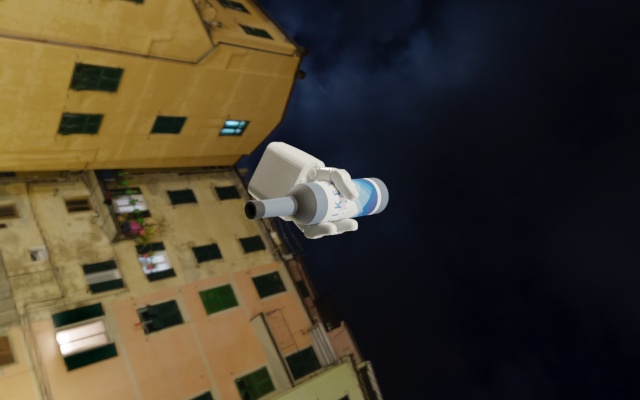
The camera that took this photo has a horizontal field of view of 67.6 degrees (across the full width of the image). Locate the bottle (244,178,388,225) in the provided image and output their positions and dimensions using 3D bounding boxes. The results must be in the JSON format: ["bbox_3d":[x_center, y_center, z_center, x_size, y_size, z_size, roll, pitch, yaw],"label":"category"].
[{"bbox_3d":[0.000,0.003,0.778,0.069,0.069,0.295,0,4,42],"label":"bottle"}]
